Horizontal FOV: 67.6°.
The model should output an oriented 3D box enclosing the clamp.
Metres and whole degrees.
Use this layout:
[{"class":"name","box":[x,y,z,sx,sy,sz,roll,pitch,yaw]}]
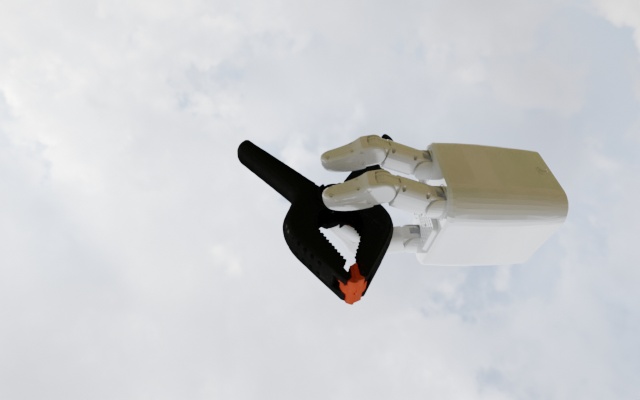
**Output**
[{"class":"clamp","box":[0.000,0.002,0.434,0.164,0.036,0.209,0,41,-3]}]
